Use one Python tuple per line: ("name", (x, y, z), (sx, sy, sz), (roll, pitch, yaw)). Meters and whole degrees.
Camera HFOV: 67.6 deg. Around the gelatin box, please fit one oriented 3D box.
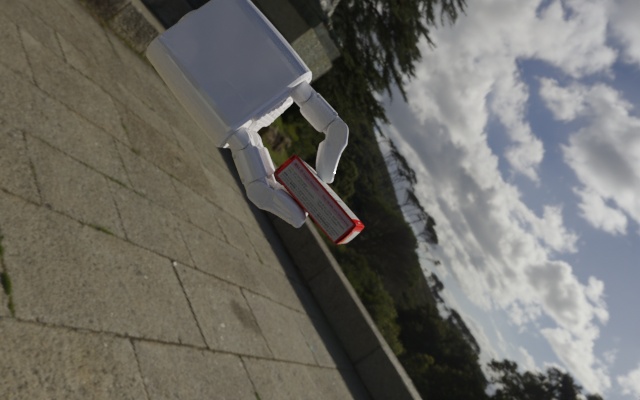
("gelatin box", (0.001, 0.001, 0.459), (0.030, 0.089, 0.073), (-43, -10, 4))
